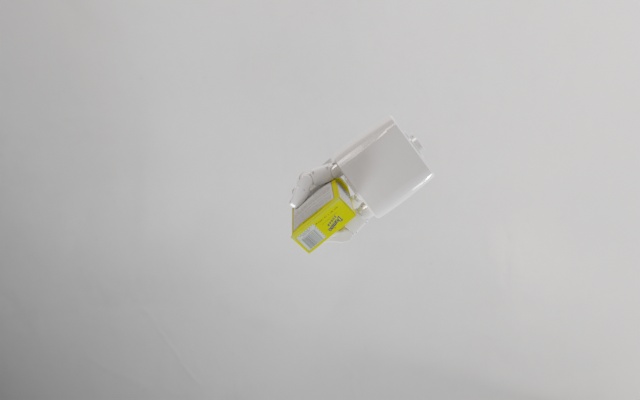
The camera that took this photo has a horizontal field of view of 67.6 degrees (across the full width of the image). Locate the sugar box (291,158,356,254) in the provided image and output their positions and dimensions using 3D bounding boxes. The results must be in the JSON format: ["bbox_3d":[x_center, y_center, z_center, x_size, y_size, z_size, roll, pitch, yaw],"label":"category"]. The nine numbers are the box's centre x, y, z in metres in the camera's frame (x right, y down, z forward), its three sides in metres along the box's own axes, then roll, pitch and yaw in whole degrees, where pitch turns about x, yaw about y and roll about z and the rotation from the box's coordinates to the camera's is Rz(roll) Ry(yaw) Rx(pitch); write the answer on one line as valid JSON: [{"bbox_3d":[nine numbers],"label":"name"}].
[{"bbox_3d":[0.001,0.003,0.747,0.093,0.048,0.176,-39,17,14],"label":"sugar box"}]
